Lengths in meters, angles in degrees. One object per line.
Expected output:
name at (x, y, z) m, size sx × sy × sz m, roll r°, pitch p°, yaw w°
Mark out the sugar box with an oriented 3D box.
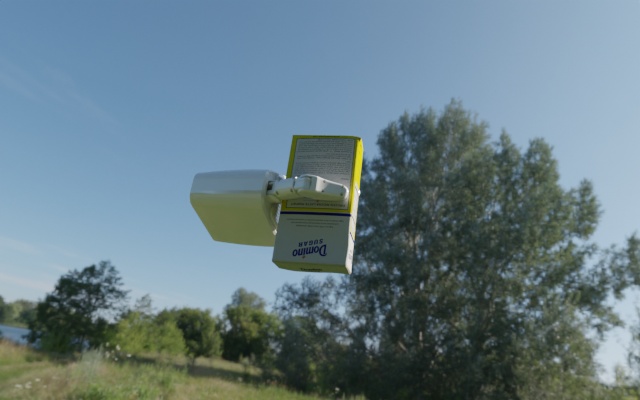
sugar box at (0.000, 0.002, 0.604) m, size 0.093 × 0.176 × 0.048 m, roll 3°, pitch -22°, yaw 14°
